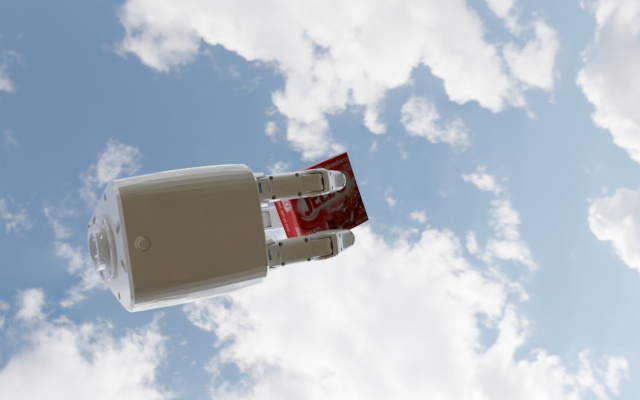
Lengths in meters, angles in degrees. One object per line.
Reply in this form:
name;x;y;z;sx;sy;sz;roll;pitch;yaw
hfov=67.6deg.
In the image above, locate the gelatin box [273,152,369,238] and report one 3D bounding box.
gelatin box;0.000;0.001;0.458;0.089;0.073;0.030;-26;11;-40
